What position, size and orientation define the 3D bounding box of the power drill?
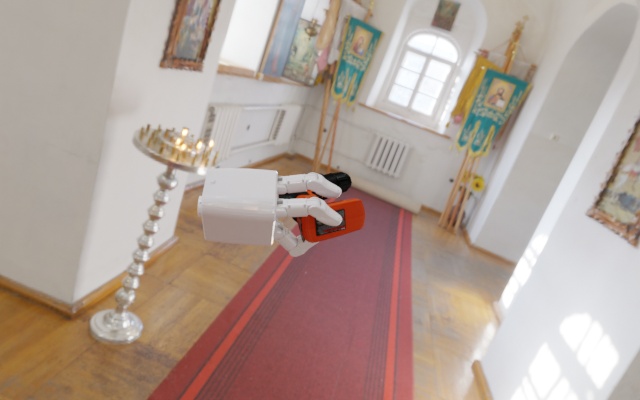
[{"bbox_3d":[0.000,0.003,0.814,0.184,0.057,0.187,-15,21,-20],"label":"power drill"}]
